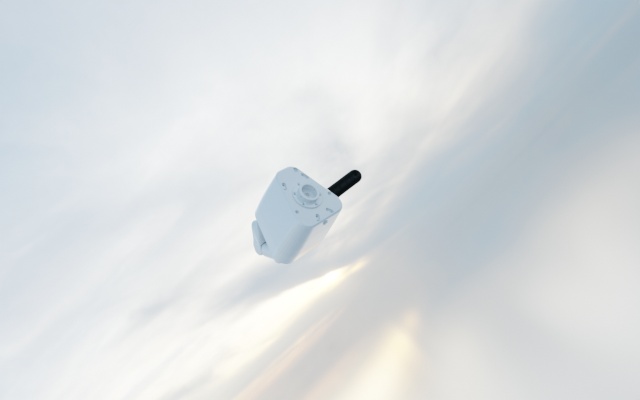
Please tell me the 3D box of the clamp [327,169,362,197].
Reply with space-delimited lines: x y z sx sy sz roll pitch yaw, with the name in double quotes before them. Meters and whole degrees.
"clamp" 0.000 0.002 0.850 0.171 0.039 0.120 -34 -13 -40
